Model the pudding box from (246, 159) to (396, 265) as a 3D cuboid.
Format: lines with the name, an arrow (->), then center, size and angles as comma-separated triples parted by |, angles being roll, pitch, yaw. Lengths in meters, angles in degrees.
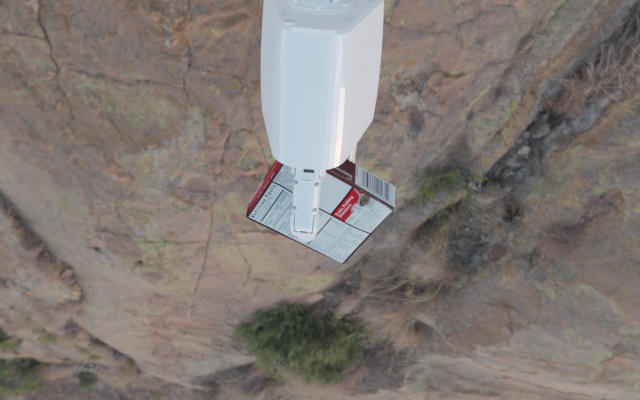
pudding box -> 0.000, 0.002, 0.446 | 0.113, 0.090, 0.039 | 29, 36, -14
